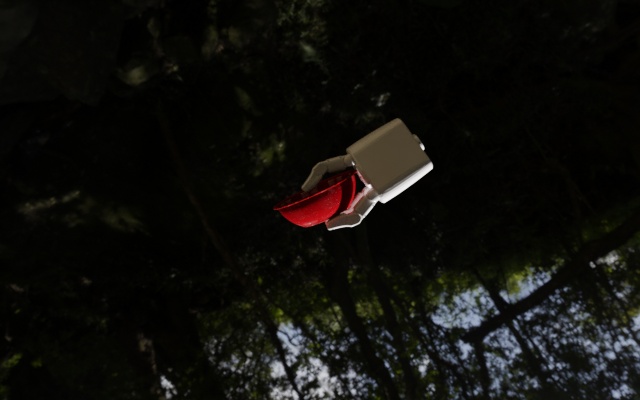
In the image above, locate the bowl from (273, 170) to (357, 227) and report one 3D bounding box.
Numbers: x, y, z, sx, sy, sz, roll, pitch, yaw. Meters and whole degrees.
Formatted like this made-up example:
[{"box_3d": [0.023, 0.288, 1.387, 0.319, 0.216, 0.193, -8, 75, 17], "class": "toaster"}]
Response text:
[{"box_3d": [-0.001, 0.004, 0.843, 0.162, 0.055, 0.162, -24, 7, 3], "class": "bowl"}]
